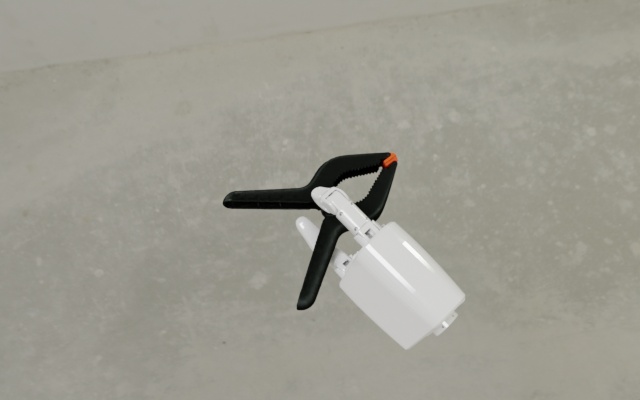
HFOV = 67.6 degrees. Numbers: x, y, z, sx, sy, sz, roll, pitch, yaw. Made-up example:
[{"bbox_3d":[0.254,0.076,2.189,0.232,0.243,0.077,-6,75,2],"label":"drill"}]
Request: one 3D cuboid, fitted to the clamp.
[{"bbox_3d":[0.001,0.001,0.567,0.210,0.164,0.036,-41,-15,-14],"label":"clamp"}]
